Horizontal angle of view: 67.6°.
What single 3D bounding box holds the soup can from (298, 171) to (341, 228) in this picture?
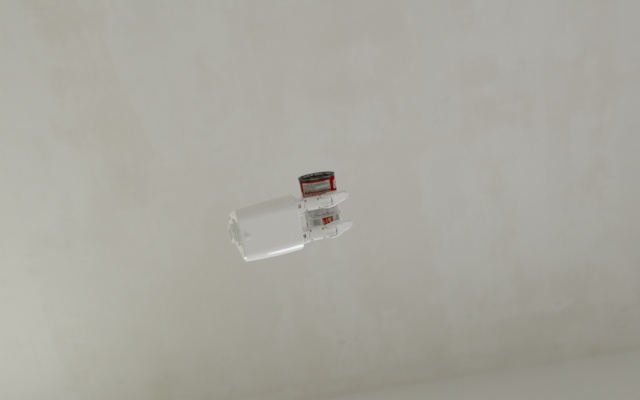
[{"bbox_3d":[0.001,0.003,0.882,0.068,0.102,0.068,-9,12,2],"label":"soup can"}]
